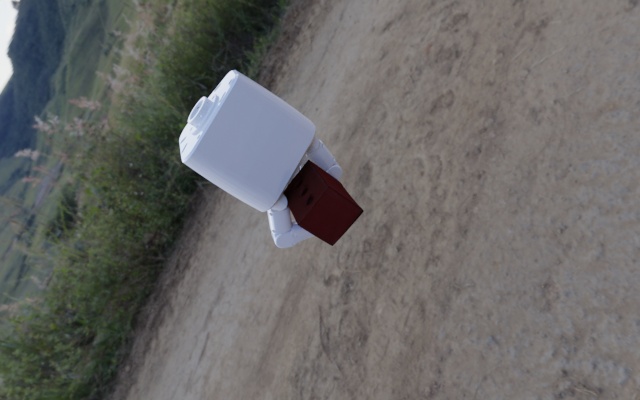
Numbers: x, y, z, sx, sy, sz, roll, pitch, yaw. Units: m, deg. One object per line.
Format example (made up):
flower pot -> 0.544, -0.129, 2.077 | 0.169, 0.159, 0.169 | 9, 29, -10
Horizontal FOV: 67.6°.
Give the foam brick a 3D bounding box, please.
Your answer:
foam brick -> 0.000, 0.002, 0.519 | 0.051, 0.053, 0.078 | 34, 11, -29
